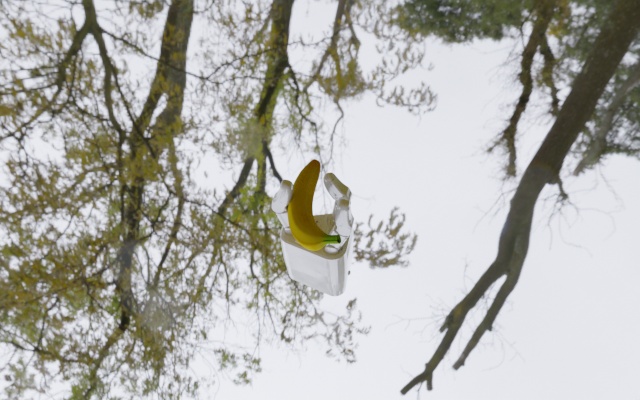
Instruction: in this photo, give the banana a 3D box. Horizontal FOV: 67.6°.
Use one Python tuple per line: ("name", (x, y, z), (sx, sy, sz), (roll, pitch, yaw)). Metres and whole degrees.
("banana", (-0.017, 0.011, 0.707), (0.069, 0.037, 0.197), (-20, 40, 4))
